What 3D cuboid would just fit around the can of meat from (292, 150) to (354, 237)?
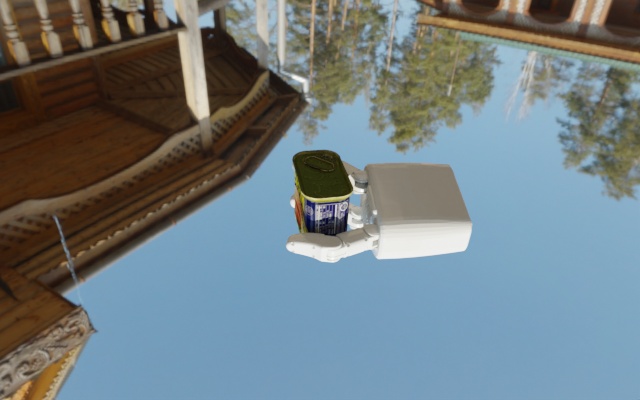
[{"bbox_3d":[0.000,0.002,0.559,0.057,0.084,0.102,-5,36,-10],"label":"can of meat"}]
